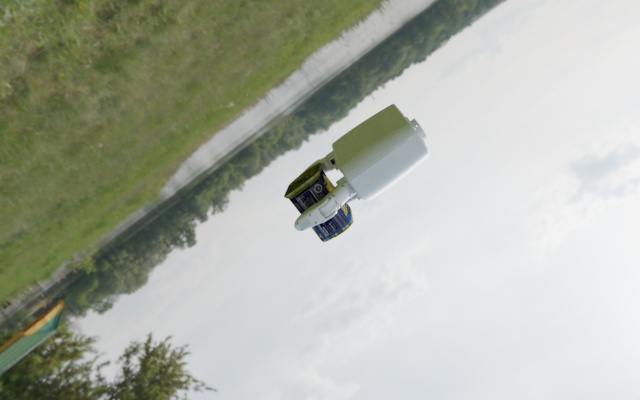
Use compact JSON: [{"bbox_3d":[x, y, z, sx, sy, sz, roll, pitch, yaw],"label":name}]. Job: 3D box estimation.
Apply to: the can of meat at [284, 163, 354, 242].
[{"bbox_3d":[0.000,0.002,0.660,0.057,0.084,0.102,-36,10,9],"label":"can of meat"}]
